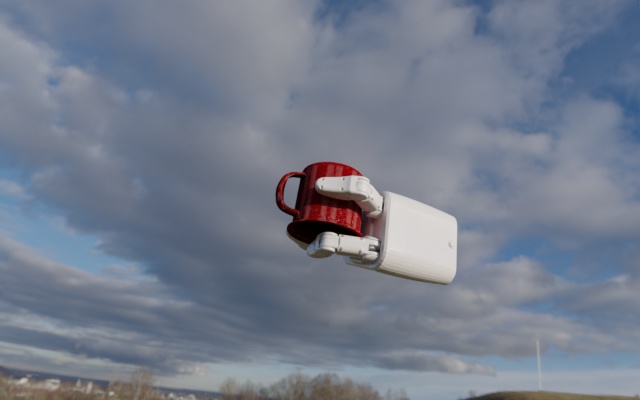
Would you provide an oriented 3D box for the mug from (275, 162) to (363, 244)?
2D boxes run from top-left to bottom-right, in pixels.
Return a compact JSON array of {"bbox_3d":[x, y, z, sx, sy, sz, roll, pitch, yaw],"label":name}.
[{"bbox_3d":[-0.001,0.001,0.582,0.117,0.081,0.093,18,-25,-21],"label":"mug"}]
